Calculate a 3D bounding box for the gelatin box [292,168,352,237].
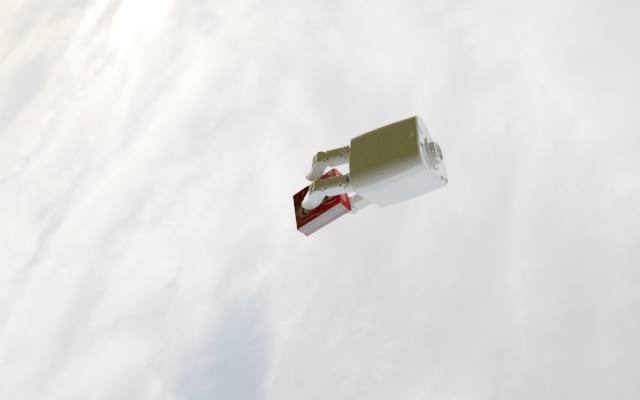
[{"bbox_3d":[0.000,0.003,0.737,0.089,0.073,0.030,-33,-47,23],"label":"gelatin box"}]
